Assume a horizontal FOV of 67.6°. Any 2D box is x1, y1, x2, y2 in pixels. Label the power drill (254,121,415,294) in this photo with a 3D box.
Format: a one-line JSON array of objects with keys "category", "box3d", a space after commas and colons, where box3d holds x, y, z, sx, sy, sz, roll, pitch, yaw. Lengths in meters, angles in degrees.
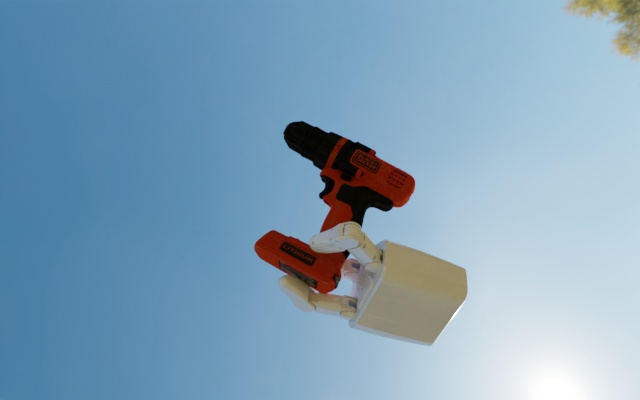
[{"category": "power drill", "box3d": [0.000, 0.002, 0.583, 0.184, 0.187, 0.057, 28, -21, 12]}]
